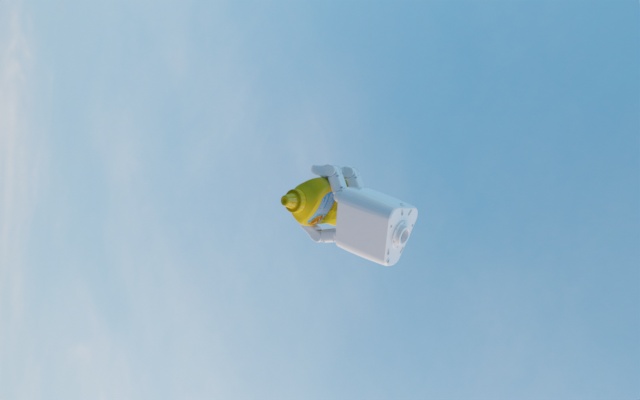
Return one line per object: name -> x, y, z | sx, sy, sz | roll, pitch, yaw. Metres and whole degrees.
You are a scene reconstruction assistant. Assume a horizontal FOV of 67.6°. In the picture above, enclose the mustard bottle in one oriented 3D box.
mustard bottle -> 0.000, 0.003, 0.868 | 0.191, 0.096, 0.058 | 1, 40, -51
